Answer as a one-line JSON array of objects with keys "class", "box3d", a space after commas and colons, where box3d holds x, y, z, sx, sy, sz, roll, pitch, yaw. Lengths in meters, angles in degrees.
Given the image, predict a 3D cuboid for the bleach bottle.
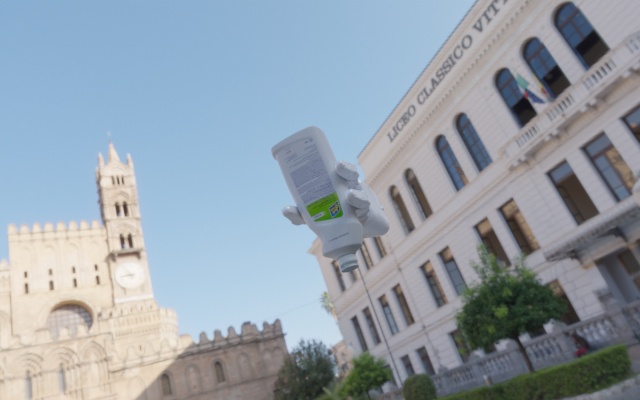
[{"class": "bleach bottle", "box3d": [0.000, 0.003, 0.793, 0.102, 0.250, 0.068, -27, -25, 17]}]
